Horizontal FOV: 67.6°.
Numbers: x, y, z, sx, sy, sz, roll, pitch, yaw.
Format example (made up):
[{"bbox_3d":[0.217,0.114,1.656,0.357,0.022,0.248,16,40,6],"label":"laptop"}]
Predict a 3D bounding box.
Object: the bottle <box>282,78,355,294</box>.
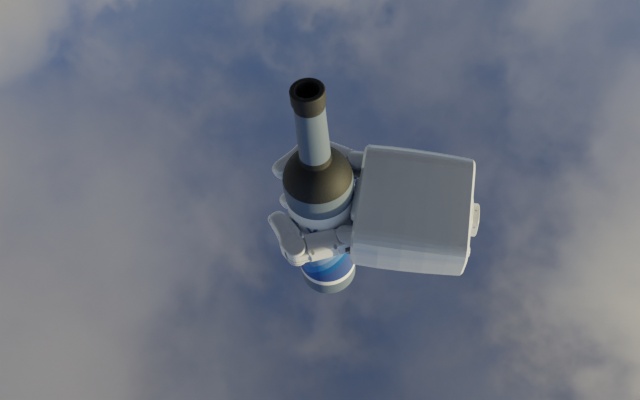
[{"bbox_3d":[0.000,0.002,0.474,0.069,0.069,0.296,0,-35,5],"label":"bottle"}]
